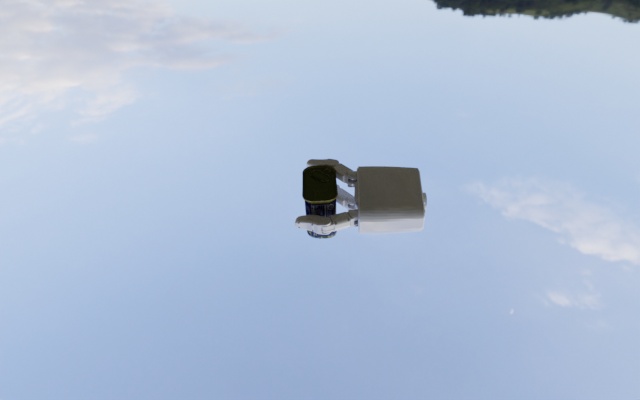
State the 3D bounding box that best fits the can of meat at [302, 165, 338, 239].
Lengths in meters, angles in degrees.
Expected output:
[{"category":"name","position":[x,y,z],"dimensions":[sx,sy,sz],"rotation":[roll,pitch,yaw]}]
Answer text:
[{"category":"can of meat","position":[0.000,0.003,0.812],"dimensions":[0.057,0.084,0.102],"rotation":[-3,38,0]}]
